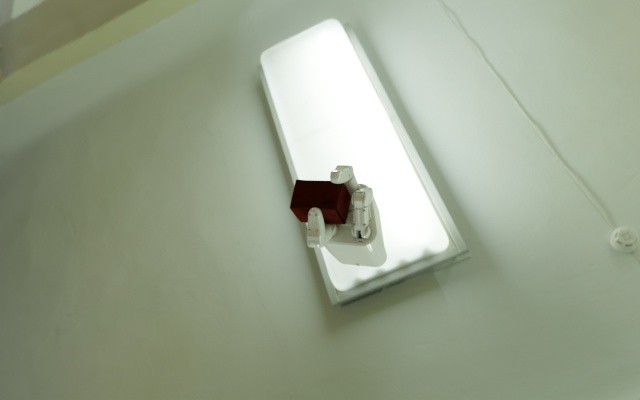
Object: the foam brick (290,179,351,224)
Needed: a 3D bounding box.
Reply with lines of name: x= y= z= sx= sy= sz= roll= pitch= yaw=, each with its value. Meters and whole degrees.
foam brick: x=0.000 y=0.002 z=0.741 sx=0.078 sy=0.053 sz=0.051 roll=3 pitch=-27 yaw=22
